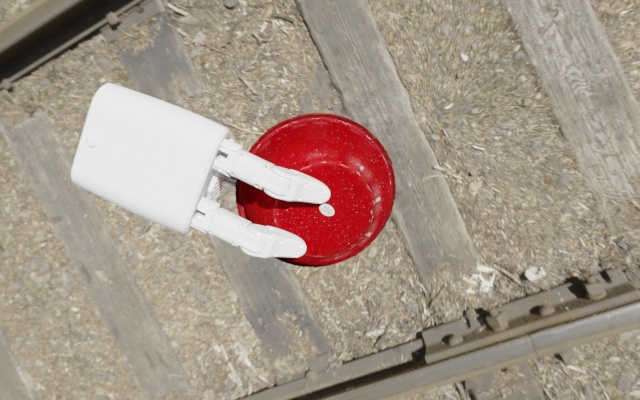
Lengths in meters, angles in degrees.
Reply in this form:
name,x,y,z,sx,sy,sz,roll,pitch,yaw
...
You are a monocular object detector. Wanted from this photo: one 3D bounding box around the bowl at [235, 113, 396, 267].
name,x,y,z,sx,sy,sz,roll,pitch,yaw
bowl,0.001,0.002,0.454,0.162,0.162,0.055,0,19,-8
